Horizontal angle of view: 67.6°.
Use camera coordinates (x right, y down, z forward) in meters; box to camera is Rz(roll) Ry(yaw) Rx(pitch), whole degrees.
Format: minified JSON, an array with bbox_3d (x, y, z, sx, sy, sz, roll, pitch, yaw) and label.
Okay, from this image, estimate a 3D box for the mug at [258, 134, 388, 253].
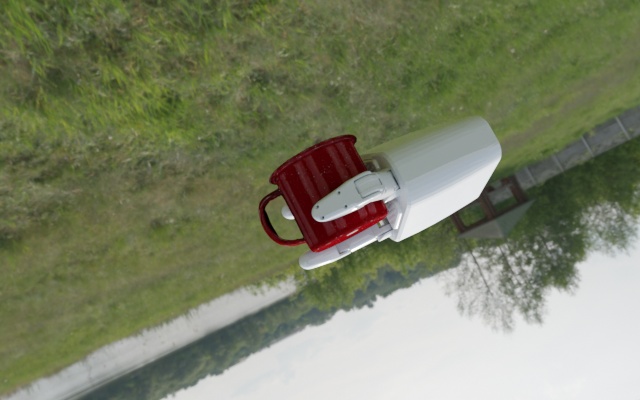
[{"bbox_3d":[-0.001,0.002,0.447,0.117,0.081,0.093,-25,-9,-11],"label":"mug"}]
